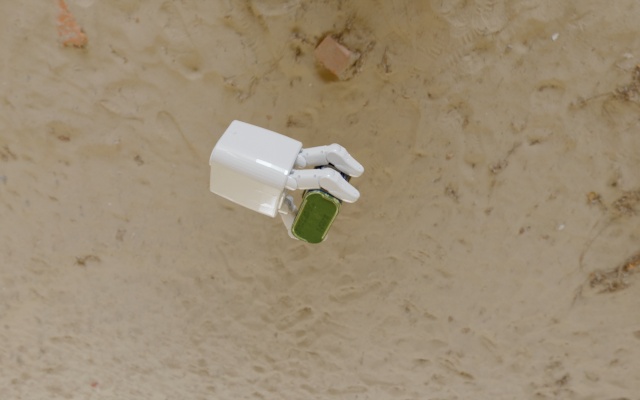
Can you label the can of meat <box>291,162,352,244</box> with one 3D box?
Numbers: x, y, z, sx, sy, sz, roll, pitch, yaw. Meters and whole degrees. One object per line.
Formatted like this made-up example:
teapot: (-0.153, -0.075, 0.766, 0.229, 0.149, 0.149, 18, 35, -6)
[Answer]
can of meat: (0.000, 0.003, 0.699, 0.057, 0.102, 0.084, 23, 40, -3)
